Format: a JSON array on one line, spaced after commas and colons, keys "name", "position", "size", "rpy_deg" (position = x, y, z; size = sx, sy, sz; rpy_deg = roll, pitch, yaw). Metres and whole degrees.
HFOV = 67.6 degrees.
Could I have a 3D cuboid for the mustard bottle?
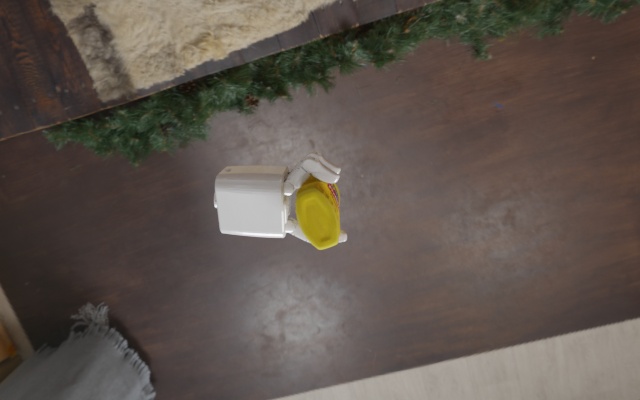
[{"name": "mustard bottle", "position": [0.000, 0.003, 0.775], "size": [0.058, 0.096, 0.191], "rpy_deg": [-21, 14, 8]}]
